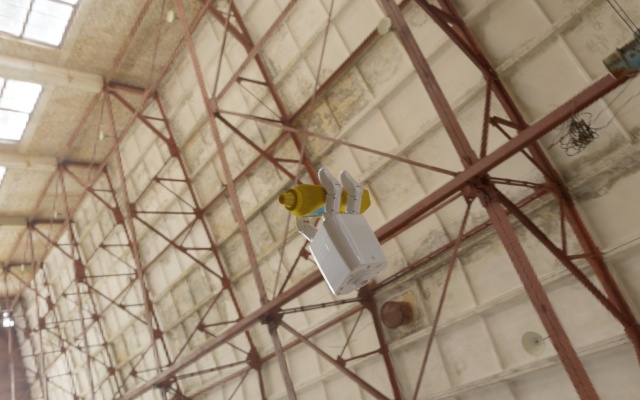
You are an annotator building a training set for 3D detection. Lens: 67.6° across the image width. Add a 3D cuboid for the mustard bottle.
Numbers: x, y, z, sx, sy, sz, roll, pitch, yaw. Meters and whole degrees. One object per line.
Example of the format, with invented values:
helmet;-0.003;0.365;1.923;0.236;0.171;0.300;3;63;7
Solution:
mustard bottle;0.000;0.003;0.898;0.191;0.058;0.096;3;-17;-45
